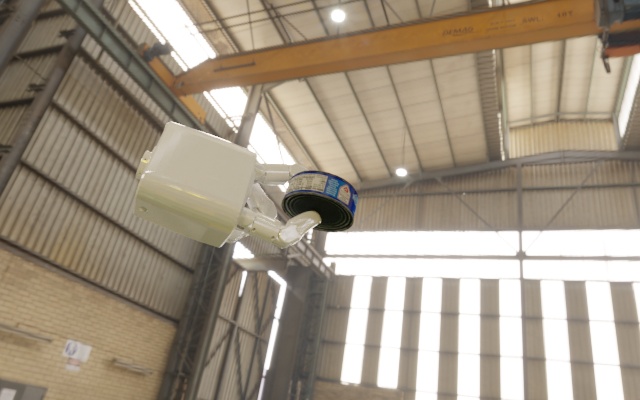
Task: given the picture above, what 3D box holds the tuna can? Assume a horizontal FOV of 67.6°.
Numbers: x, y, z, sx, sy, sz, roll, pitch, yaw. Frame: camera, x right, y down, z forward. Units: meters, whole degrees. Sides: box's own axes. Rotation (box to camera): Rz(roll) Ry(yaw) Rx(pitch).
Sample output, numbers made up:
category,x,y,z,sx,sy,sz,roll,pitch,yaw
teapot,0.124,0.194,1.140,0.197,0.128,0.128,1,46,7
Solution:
category,x,y,z,sx,sy,sz,roll,pitch,yaw
tuna can,0.000,0.001,0.556,0.086,0.033,0.086,12,-29,7
